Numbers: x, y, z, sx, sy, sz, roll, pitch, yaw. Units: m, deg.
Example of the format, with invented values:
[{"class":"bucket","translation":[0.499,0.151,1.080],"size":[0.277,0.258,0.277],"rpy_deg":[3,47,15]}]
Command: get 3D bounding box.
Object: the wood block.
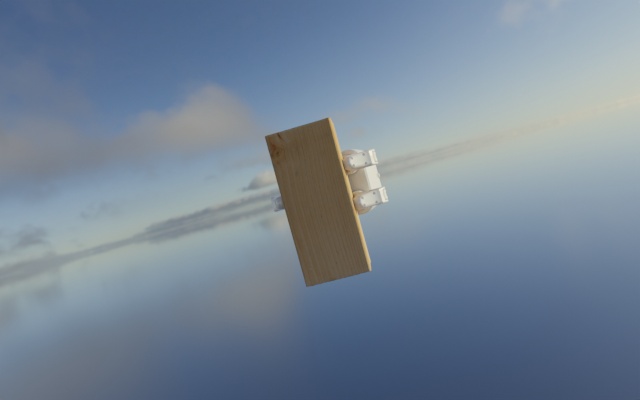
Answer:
[{"class":"wood block","translation":[0.000,0.002,0.662],"size":[0.091,0.206,0.090],"rpy_deg":[-15,1,6]}]
